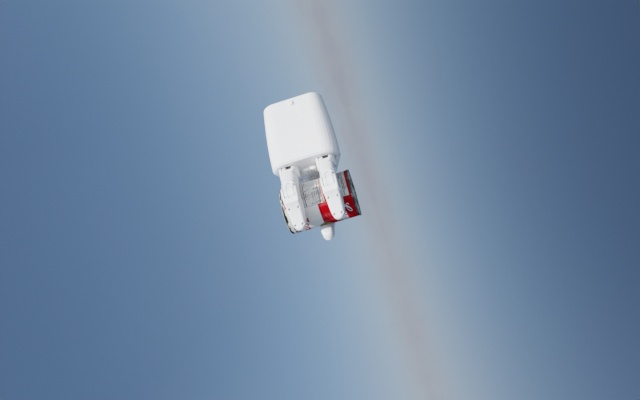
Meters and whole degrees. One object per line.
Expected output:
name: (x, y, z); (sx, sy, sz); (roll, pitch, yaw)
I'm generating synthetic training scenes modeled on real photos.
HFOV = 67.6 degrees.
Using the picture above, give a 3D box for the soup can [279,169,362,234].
soup can: (0.000, 0.003, 0.677); (0.102, 0.068, 0.068); (-16, -2, 6)
